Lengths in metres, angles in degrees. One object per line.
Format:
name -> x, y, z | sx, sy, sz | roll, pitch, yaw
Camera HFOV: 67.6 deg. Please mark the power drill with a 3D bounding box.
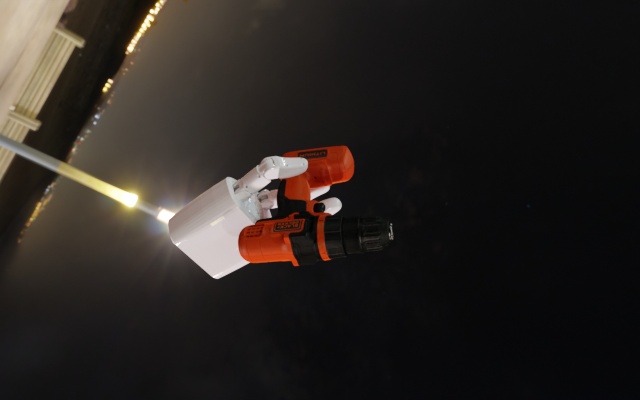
power drill -> 0.000, 0.002, 0.609 | 0.184, 0.057, 0.187 | -5, 36, 12
